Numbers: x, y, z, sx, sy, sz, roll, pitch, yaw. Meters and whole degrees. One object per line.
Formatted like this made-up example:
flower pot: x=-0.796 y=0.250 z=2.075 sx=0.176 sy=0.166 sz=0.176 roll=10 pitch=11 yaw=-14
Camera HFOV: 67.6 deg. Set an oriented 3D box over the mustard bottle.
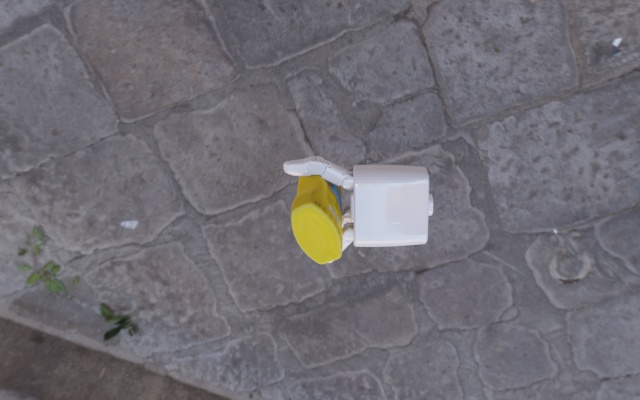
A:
mustard bottle: x=0.000 y=0.002 z=0.702 sx=0.058 sy=0.096 sz=0.191 roll=-23 pitch=24 yaw=14
